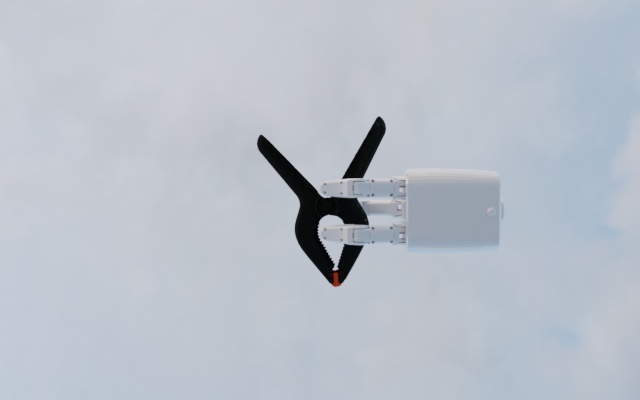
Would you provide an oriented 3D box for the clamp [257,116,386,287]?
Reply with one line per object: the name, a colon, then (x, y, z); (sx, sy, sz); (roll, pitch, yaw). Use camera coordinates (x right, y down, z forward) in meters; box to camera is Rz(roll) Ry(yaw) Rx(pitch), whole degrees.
clamp: (0.001, 0.002, 0.603); (0.164, 0.210, 0.036); (0, 2, 12)
